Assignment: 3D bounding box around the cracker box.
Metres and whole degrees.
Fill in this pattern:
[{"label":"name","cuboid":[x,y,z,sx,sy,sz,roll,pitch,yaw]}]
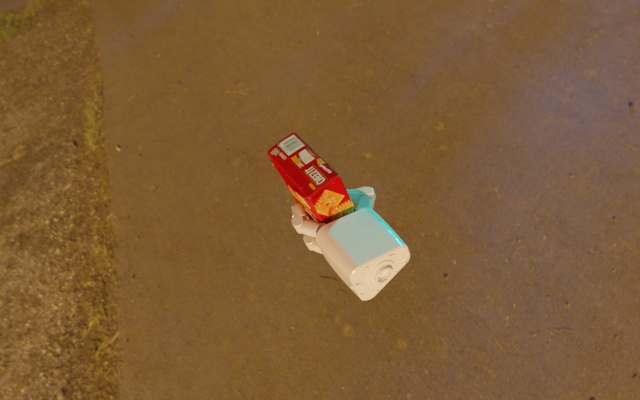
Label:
[{"label":"cracker box","cuboid":[0.000,0.003,0.867,0.072,0.214,0.164,-35,46,-8]}]
